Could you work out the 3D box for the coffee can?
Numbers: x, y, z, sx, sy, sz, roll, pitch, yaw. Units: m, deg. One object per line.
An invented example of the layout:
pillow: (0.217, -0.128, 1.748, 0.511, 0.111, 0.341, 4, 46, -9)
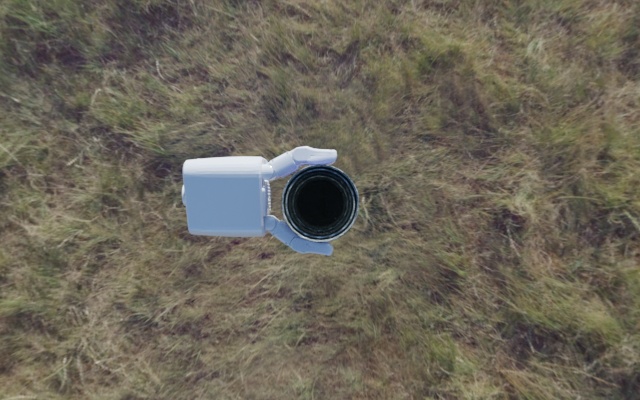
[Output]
coffee can: (0.000, 0.002, 0.689, 0.103, 0.103, 0.140, 0, 1, 0)
